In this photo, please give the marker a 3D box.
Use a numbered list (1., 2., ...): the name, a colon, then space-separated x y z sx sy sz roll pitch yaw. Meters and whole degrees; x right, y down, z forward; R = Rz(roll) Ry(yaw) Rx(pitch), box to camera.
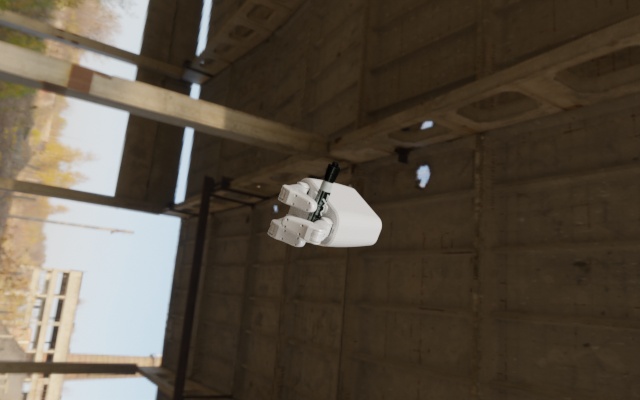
1. marker: 0.000 0.002 0.674 0.020 0.121 0.020 20 14 -5
